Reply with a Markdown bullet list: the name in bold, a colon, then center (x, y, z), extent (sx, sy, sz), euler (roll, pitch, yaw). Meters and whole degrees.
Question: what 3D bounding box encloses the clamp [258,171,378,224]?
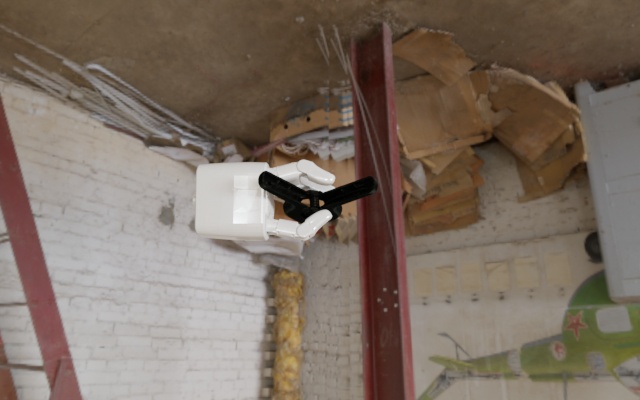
- **clamp**: center (0.000, 0.003, 0.737), extent (0.164, 0.036, 0.210), euler (2, -18, 3)
